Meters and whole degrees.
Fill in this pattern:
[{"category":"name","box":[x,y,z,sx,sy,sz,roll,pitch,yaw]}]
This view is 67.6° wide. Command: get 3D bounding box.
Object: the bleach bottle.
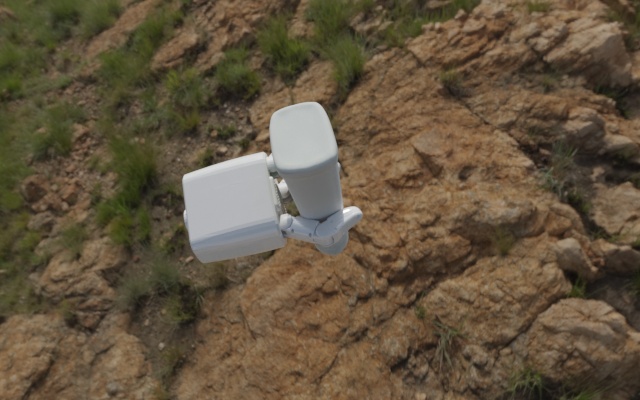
[{"category":"bleach bottle","box":[0.000,0.002,0.596,0.068,0.102,0.251,-14,-37,2]}]
